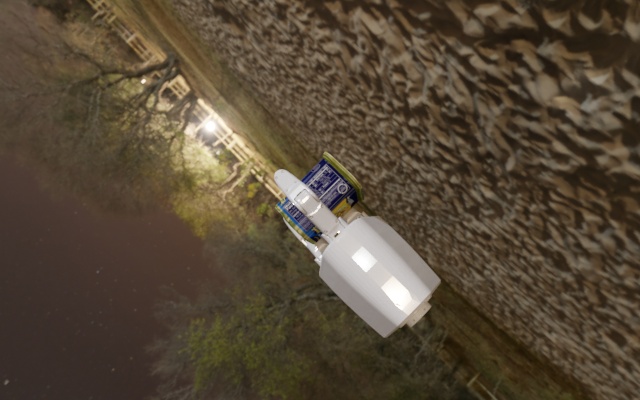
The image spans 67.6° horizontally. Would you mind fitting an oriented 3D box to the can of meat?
[{"bbox_3d":[0.000,0.002,0.546,0.057,0.084,0.102,44,-2,12],"label":"can of meat"}]
